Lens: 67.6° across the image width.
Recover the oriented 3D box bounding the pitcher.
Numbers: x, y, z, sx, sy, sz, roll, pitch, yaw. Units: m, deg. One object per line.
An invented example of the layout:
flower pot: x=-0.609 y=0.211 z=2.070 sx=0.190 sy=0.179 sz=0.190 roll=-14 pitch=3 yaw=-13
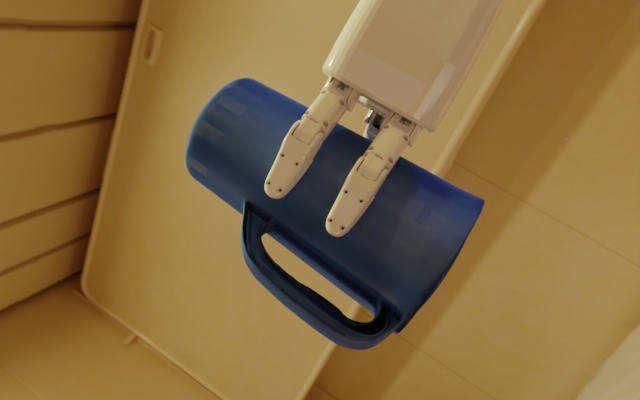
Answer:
pitcher: x=0.000 y=0.001 z=0.414 sx=0.243 sy=0.145 sz=0.149 roll=32 pitch=11 yaw=11
